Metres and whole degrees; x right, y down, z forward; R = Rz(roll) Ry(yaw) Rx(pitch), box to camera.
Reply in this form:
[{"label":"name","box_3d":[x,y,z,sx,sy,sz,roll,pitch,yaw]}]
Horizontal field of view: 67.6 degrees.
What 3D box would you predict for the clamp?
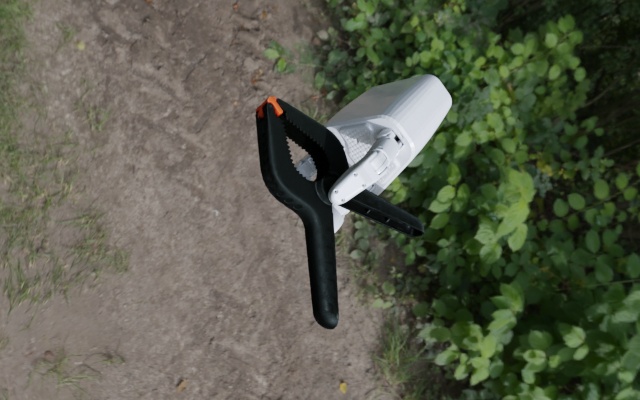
[{"label":"clamp","box_3d":[0.000,0.001,0.449,0.164,0.210,0.036,-47,13,-36]}]
